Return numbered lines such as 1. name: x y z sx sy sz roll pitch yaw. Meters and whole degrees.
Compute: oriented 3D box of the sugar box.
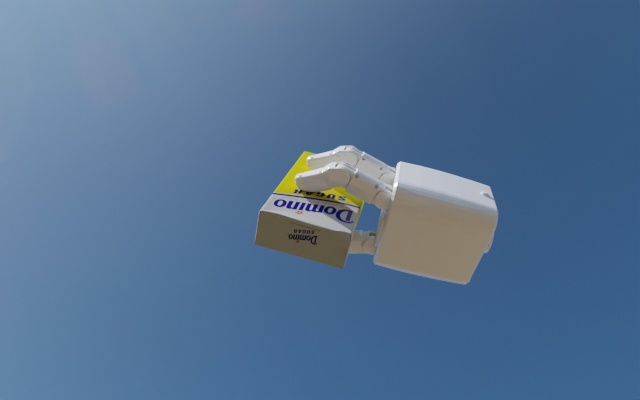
1. sugar box: 0.000 0.001 0.528 0.093 0.048 0.176 15 24 5
